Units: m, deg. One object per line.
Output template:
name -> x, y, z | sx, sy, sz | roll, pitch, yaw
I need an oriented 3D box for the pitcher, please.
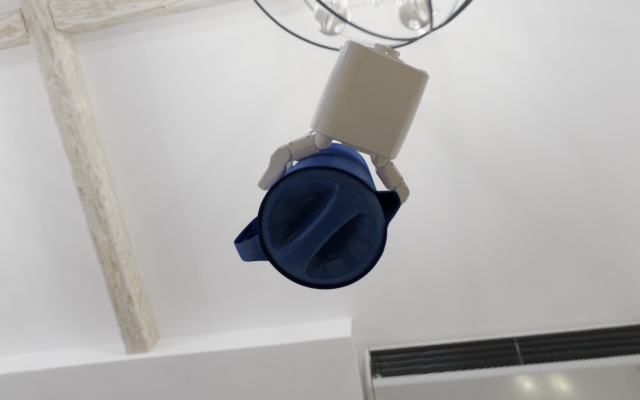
pitcher -> 0.000, 0.002, 0.590 | 0.149, 0.145, 0.242 | 22, 16, -2
